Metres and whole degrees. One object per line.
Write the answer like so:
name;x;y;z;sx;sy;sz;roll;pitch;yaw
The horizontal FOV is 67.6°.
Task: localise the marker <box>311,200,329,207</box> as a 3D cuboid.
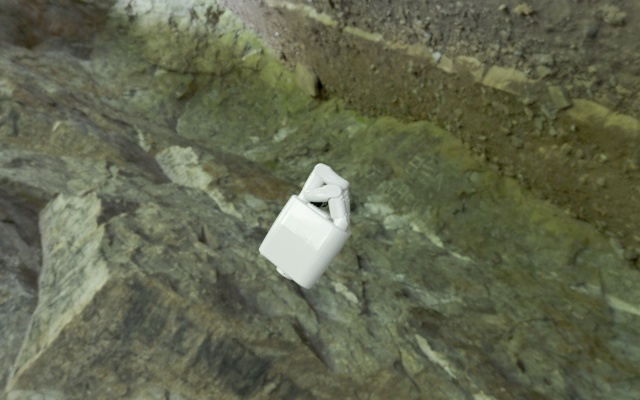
marker;0.000;0.003;0.797;0.020;0.020;0.121;0;0;6
